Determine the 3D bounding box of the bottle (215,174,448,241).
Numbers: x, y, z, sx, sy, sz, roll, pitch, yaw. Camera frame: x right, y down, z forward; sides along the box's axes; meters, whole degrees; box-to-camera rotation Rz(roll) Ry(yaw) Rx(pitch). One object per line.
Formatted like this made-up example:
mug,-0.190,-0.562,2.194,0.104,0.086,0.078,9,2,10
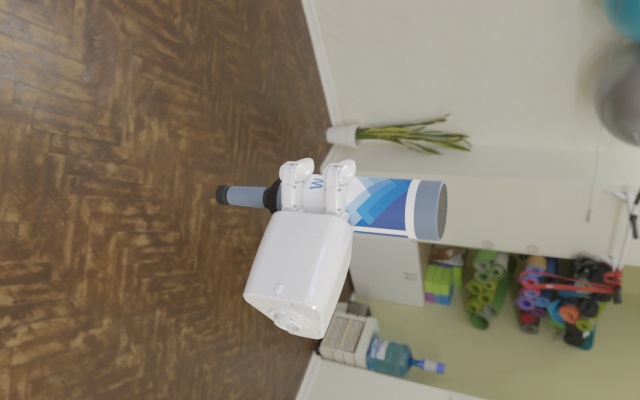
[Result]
bottle,0.000,0.002,0.585,0.295,0.069,0.069,4,2,24
